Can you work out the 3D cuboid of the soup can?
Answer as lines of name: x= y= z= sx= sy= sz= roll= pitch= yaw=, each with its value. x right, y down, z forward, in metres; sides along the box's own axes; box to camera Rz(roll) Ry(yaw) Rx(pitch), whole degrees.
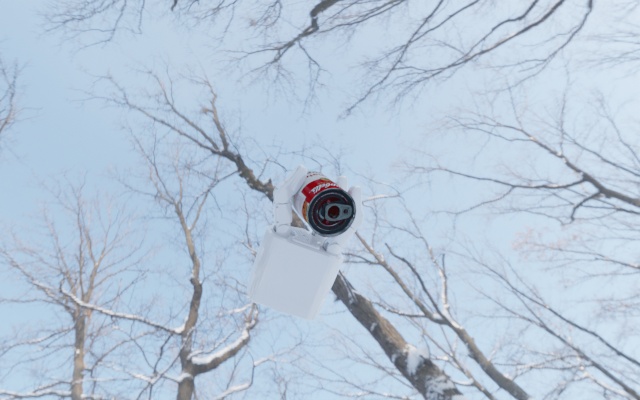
soup can: x=0.000 y=0.002 z=0.666 sx=0.068 sy=0.068 sz=0.102 roll=0 pitch=17 yaw=-18
